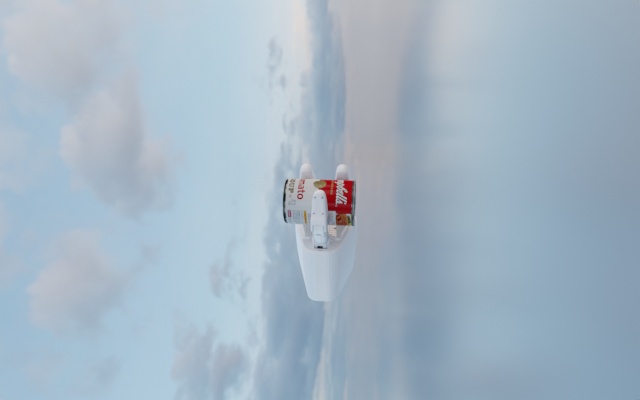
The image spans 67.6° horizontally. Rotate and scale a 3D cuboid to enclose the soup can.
[{"bbox_3d":[0.000,0.002,0.701,0.102,0.068,0.068,2,0,6],"label":"soup can"}]
